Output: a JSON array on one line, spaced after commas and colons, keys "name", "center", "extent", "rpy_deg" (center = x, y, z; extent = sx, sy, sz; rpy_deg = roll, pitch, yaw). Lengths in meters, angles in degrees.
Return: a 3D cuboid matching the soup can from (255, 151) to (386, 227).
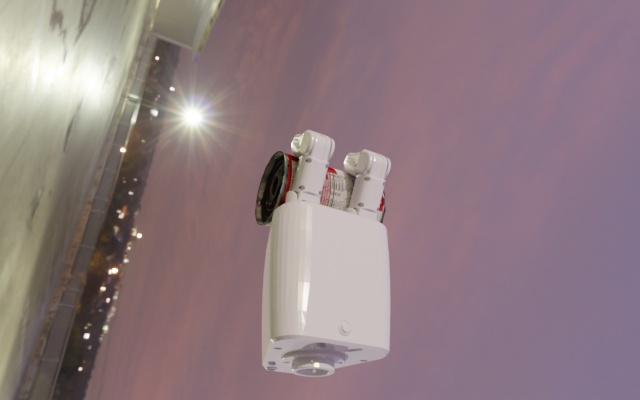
[{"name": "soup can", "center": [0.000, 0.001, 0.438], "extent": [0.102, 0.068, 0.068], "rpy_deg": [16, -6, -22]}]
